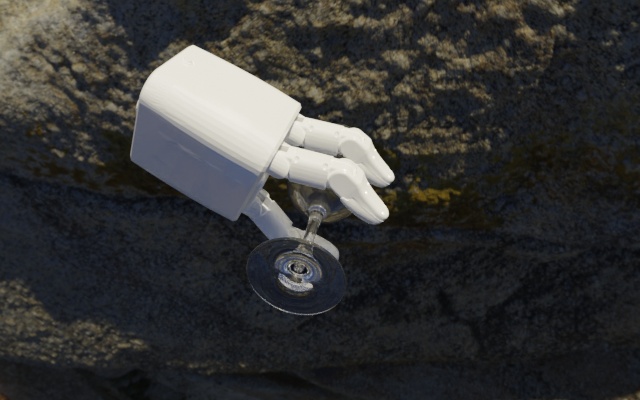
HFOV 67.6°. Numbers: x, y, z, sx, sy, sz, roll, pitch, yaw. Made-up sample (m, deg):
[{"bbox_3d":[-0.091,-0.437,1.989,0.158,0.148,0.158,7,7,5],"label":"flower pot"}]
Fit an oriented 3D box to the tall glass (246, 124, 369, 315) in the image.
[{"bbox_3d":[0.000,0.002,0.424,0.079,0.079,0.201,0,33,13],"label":"tall glass"}]
